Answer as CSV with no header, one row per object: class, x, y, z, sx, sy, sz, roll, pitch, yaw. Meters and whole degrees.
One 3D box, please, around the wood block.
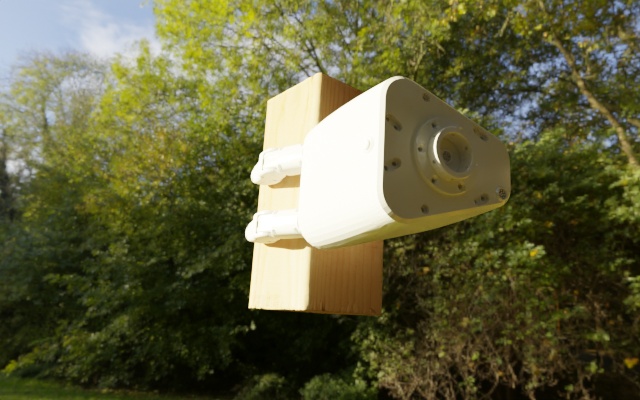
wood block,0.001,0.001,0.455,0.091,0.206,0.090,15,-18,-37
